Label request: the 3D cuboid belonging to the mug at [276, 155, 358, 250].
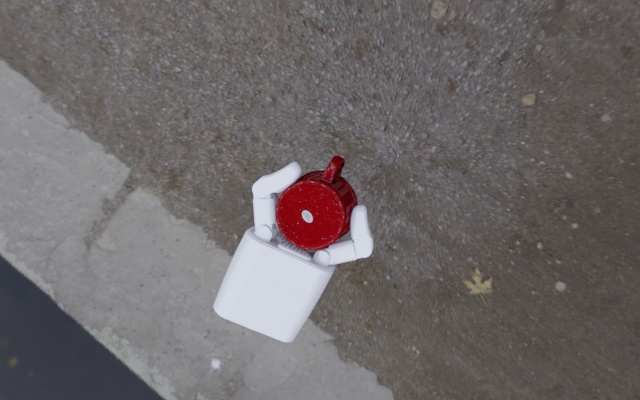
[{"bbox_3d":[0.001,0.001,0.567,0.093,0.117,0.081,27,10,6],"label":"mug"}]
